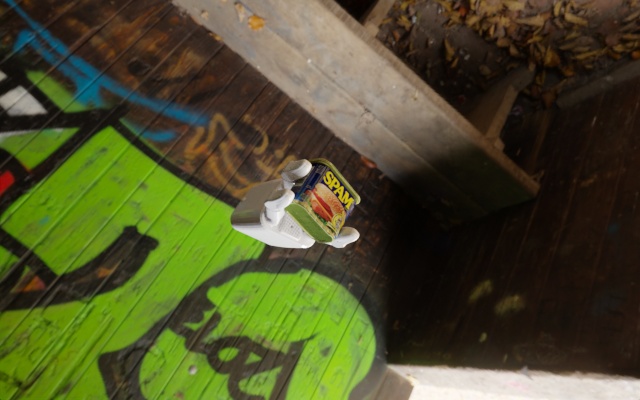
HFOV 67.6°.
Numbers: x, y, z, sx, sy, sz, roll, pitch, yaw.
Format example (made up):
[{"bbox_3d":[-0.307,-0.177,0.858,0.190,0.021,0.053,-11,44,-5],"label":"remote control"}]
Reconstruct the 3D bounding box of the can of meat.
[{"bbox_3d":[0.000,0.003,0.715,0.057,0.084,0.102,-2,-42,48],"label":"can of meat"}]
